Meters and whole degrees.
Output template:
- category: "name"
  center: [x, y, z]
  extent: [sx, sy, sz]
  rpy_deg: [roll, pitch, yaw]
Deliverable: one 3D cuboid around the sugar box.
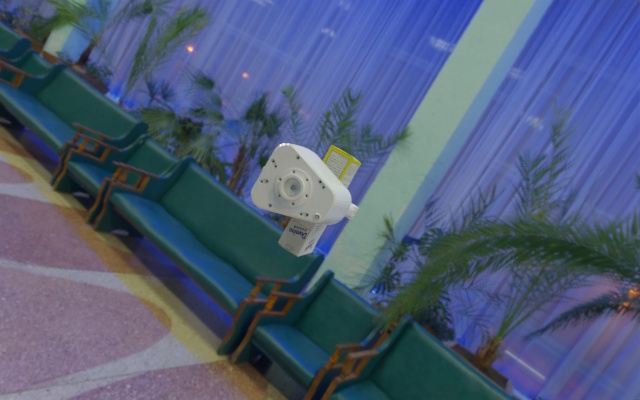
- category: "sugar box"
  center: [0.000, 0.002, 0.768]
  extent: [0.048, 0.176, 0.093]
  rpy_deg: [33, 6, 12]
